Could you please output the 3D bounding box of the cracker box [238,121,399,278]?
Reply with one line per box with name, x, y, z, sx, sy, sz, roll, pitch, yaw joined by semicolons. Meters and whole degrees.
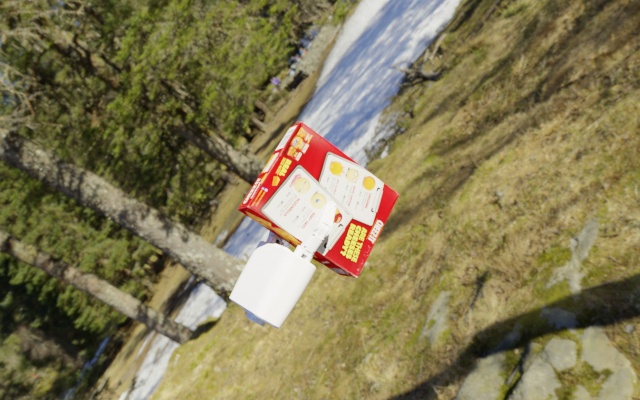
cracker box;0.000;0.002;0.780;0.214;0.164;0.072;35;-17;-18
